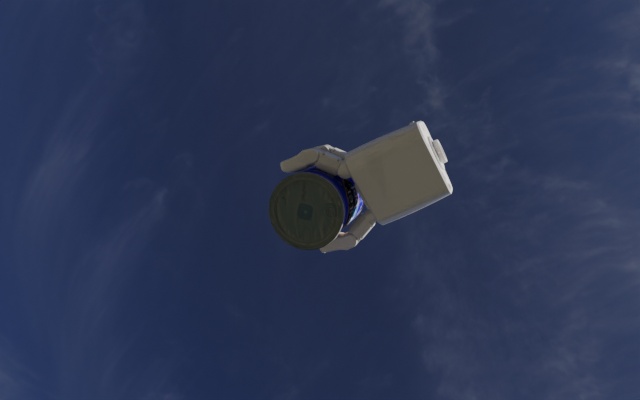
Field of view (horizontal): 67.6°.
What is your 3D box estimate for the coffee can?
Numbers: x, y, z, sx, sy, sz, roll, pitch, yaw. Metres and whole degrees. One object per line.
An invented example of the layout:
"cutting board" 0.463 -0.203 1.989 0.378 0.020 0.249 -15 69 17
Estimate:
"coffee can" 0.000 0.002 0.681 0.103 0.103 0.140 0 11 17
